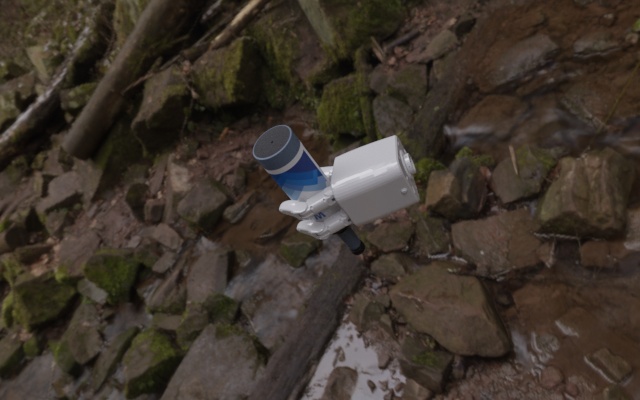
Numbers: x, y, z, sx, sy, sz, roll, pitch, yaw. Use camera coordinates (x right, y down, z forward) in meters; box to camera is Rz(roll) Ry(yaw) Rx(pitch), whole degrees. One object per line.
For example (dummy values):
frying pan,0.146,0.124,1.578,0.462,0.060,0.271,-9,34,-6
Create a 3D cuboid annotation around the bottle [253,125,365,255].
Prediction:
bottle,0.000,0.002,0.779,0.069,0.069,0.296,0,-36,36
